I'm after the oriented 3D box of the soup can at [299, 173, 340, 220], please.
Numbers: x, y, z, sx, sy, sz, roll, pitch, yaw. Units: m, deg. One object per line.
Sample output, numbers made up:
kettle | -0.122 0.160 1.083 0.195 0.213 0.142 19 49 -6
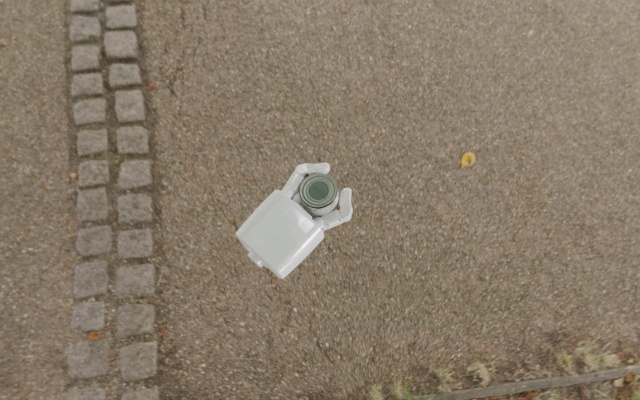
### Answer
soup can | 0.001 0.002 0.854 0.068 0.068 0.102 0 -24 5
